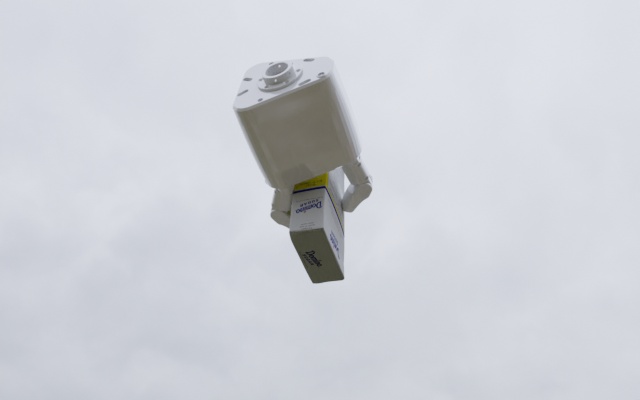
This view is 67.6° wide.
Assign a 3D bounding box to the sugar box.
[{"bbox_3d":[0.000,0.002,0.578,0.048,0.093,0.176,-8,43,15],"label":"sugar box"}]
